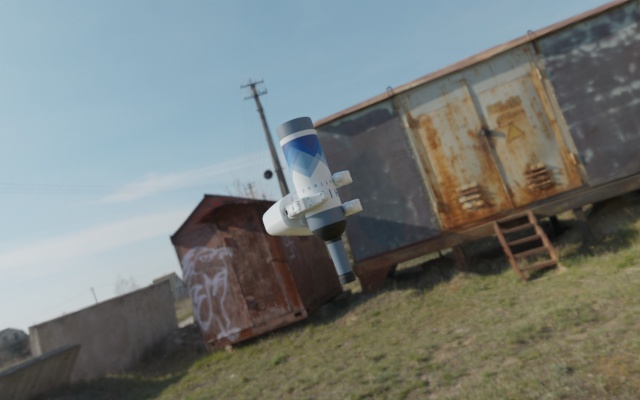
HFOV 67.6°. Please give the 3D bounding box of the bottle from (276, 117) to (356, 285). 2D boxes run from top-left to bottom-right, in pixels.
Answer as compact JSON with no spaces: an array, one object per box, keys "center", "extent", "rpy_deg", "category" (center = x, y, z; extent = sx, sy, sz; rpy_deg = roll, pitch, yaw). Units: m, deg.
[{"center":[0.000,0.002,0.834],"extent":[0.069,0.295,0.069],"rpy_deg":[-19,-5,-2],"category":"bottle"}]
